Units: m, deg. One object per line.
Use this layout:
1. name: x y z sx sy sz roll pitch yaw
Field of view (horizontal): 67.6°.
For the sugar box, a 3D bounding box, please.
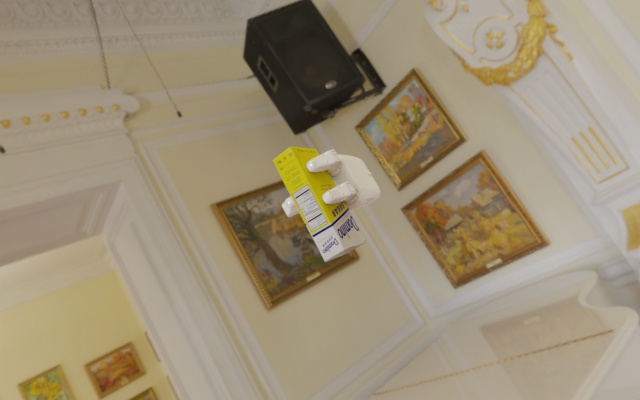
1. sugar box: 0.001 0.002 0.741 0.048 0.176 0.093 -35 -11 23
